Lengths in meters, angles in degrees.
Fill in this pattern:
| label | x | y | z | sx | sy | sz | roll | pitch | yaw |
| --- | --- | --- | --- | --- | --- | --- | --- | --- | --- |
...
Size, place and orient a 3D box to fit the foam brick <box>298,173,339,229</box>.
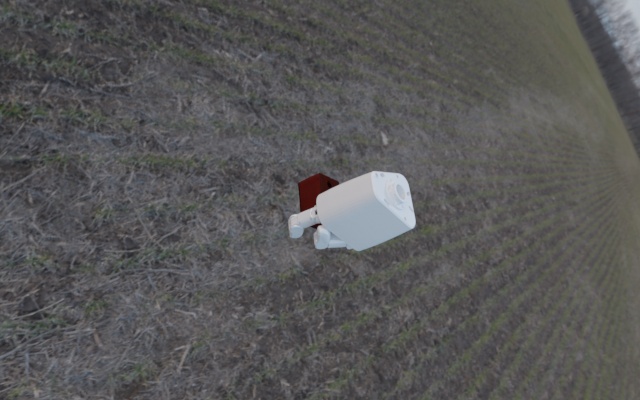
| label | x | y | z | sx | sy | sz | roll | pitch | yaw |
| --- | --- | --- | --- | --- | --- | --- | --- | --- | --- |
| foam brick | 0.000 | 0.002 | 0.796 | 0.051 | 0.078 | 0.053 | -27 | -33 | 36 |
